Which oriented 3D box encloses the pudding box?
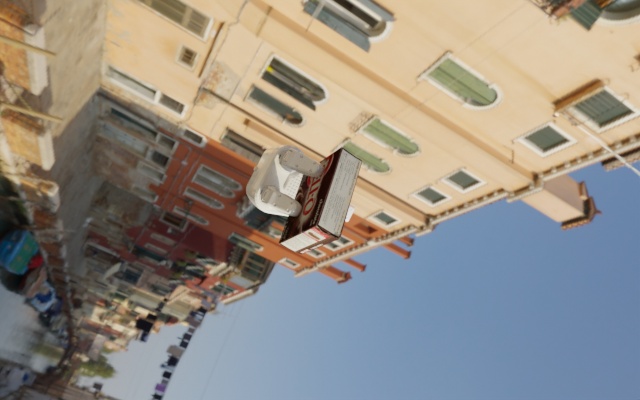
[{"bbox_3d":[0.000,0.002,0.578,0.039,0.113,0.090,28,-30,-21],"label":"pudding box"}]
